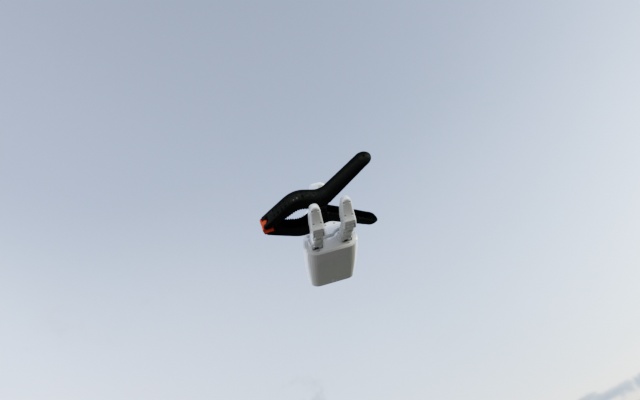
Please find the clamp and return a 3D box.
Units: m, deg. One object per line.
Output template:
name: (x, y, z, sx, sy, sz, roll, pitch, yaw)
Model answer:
clamp: (-0.001, 0.002, 0.801, 0.210, 0.165, 0.036, -14, 44, -11)
